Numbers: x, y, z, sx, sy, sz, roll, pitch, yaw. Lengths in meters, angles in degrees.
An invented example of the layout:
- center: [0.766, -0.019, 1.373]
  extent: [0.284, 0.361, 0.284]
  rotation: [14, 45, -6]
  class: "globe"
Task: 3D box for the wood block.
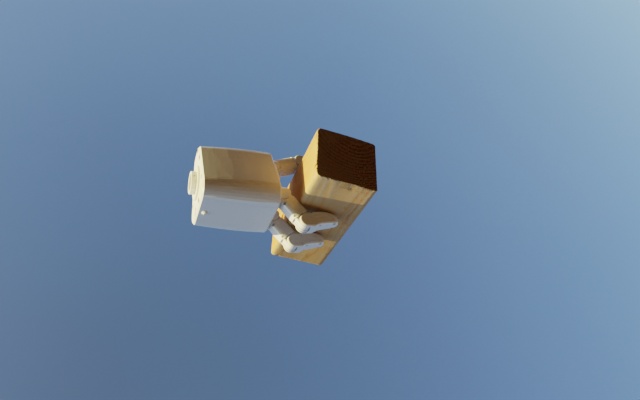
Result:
- center: [0.000, 0.002, 0.721]
  extent: [0.090, 0.090, 0.206]
  rotation: [14, -40, -16]
  class: "wood block"
